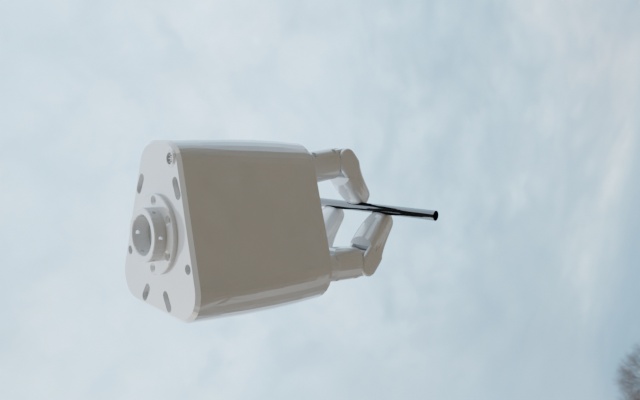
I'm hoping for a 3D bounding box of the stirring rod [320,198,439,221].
[{"bbox_3d":[0.000,0.001,0.441,0.239,0.011,0.011,7,4,44],"label":"stirring rod"}]
